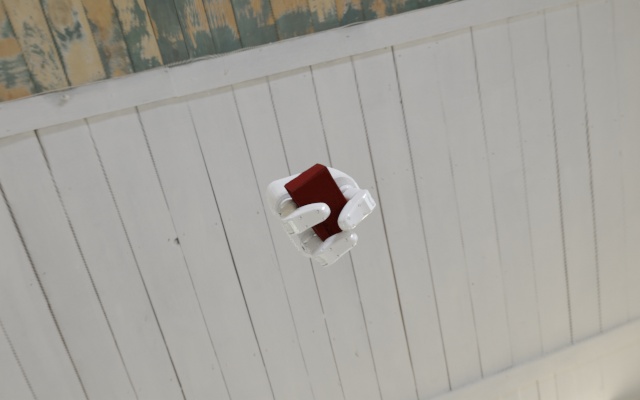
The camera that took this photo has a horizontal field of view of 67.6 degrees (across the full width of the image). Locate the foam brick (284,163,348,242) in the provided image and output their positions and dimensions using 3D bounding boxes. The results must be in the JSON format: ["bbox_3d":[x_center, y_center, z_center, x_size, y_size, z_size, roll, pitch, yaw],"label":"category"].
[{"bbox_3d":[0.000,0.002,0.574,0.053,0.078,0.051,-34,18,-5],"label":"foam brick"}]
